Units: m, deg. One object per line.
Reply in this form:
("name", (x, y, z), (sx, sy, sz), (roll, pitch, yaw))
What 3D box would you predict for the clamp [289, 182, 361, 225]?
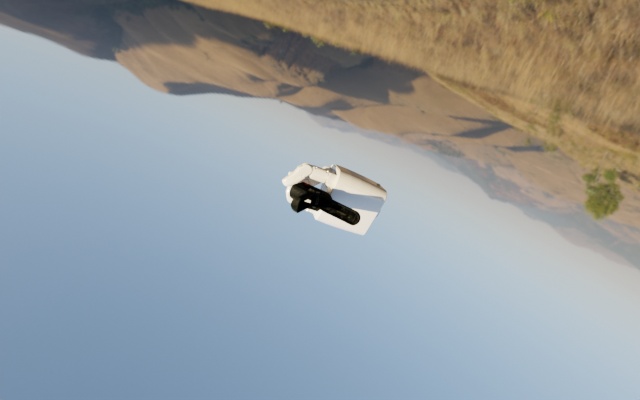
("clamp", (0.000, 0.003, 0.837), (0.120, 0.039, 0.171), (21, 12, -13))
